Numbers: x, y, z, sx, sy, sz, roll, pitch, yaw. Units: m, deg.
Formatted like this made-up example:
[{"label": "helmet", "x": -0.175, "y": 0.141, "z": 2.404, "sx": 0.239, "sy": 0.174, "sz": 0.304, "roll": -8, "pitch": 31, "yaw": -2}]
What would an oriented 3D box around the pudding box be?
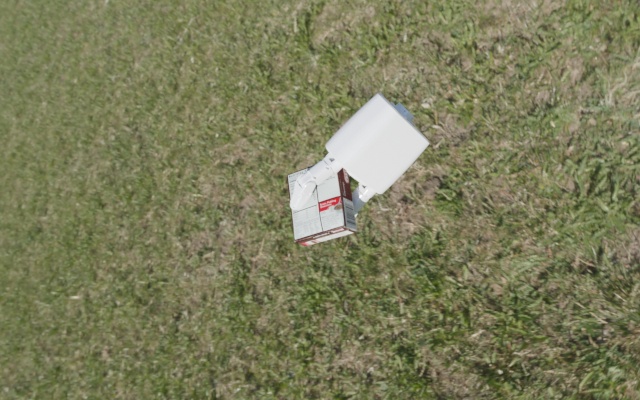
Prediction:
[{"label": "pudding box", "x": 0.000, "y": 0.002, "z": 0.710, "sx": 0.090, "sy": 0.113, "sz": 0.039, "roll": -18, "pitch": -25, "yaw": 27}]
